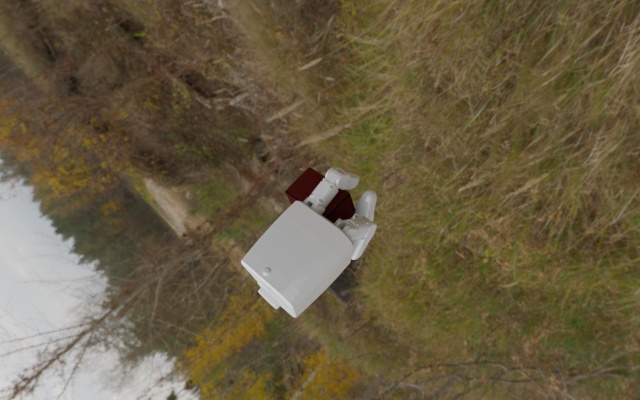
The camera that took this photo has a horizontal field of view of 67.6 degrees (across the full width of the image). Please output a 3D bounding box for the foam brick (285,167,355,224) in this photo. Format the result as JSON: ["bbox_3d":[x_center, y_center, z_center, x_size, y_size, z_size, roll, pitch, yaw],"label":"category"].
[{"bbox_3d":[0.000,0.002,0.649,0.078,0.051,0.053,35,-17,31],"label":"foam brick"}]
